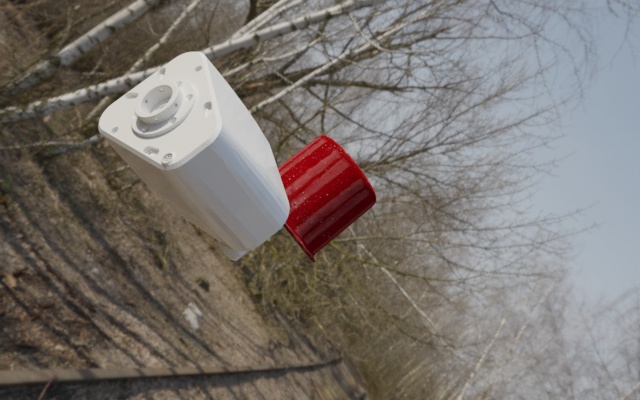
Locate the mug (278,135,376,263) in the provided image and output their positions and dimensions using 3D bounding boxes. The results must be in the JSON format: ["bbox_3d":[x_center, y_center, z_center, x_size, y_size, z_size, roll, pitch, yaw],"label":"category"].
[{"bbox_3d":[0.001,0.002,0.445,0.093,0.081,0.117,47,-7,38],"label":"mug"}]
